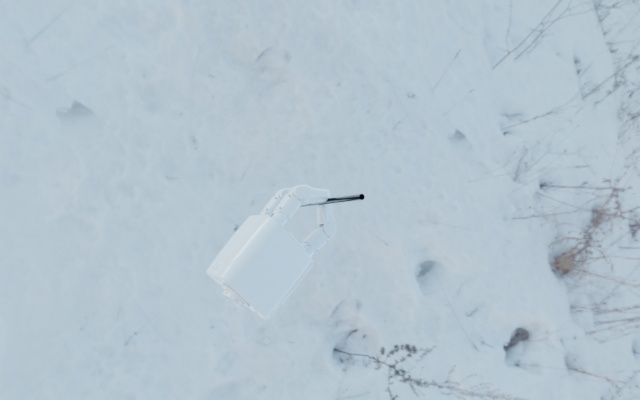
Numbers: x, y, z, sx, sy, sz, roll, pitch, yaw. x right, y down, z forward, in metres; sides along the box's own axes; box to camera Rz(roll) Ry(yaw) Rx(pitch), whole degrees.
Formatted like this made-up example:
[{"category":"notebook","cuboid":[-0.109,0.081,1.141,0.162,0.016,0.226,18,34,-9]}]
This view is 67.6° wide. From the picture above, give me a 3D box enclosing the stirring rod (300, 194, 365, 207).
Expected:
[{"category":"stirring rod","cuboid":[0.000,0.002,0.714,0.011,0.011,0.239,0,-3,-26]}]
